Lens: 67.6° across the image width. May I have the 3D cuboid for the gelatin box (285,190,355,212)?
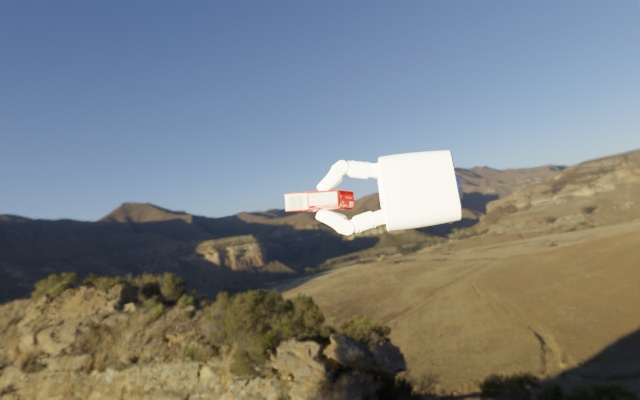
[{"bbox_3d":[0.000,0.002,0.729,0.089,0.030,0.073,-4,-3,20],"label":"gelatin box"}]
